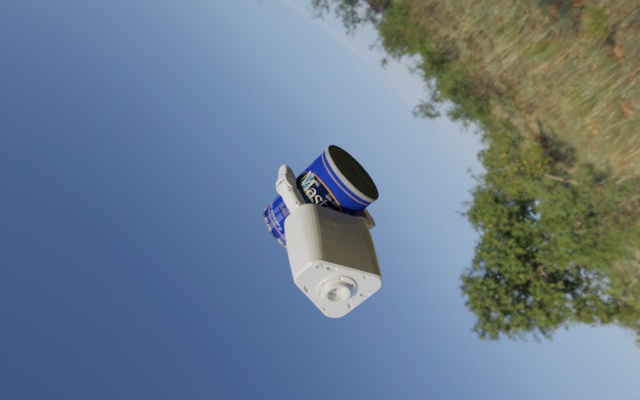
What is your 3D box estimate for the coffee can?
[{"bbox_3d":[0.000,0.002,0.703,0.140,0.102,0.103,-42,-19,22],"label":"coffee can"}]
